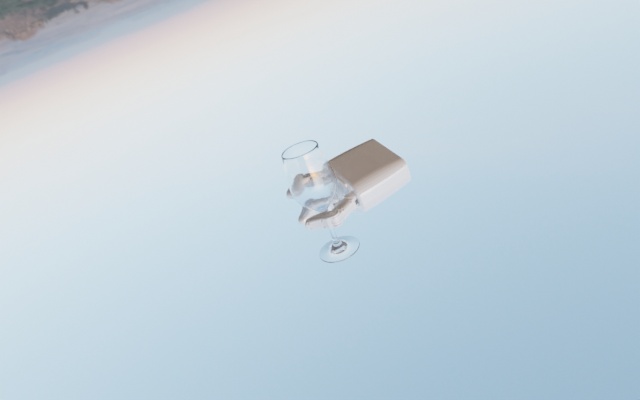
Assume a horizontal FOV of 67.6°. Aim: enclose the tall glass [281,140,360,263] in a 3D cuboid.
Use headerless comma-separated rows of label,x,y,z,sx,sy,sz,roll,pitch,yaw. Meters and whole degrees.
tall glass,0.000,0.003,0.791,0.079,0.201,0.079,-18,27,9
